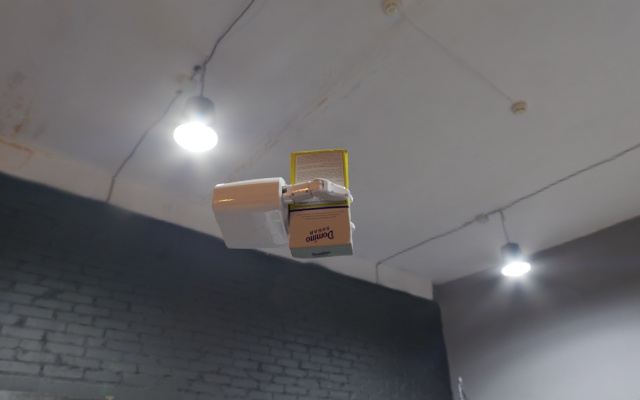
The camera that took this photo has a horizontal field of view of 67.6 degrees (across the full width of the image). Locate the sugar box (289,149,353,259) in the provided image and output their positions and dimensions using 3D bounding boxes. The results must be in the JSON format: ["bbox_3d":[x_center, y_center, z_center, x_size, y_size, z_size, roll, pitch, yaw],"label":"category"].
[{"bbox_3d":[0.000,0.003,0.743,0.093,0.176,0.048,-4,-31,5],"label":"sugar box"}]
